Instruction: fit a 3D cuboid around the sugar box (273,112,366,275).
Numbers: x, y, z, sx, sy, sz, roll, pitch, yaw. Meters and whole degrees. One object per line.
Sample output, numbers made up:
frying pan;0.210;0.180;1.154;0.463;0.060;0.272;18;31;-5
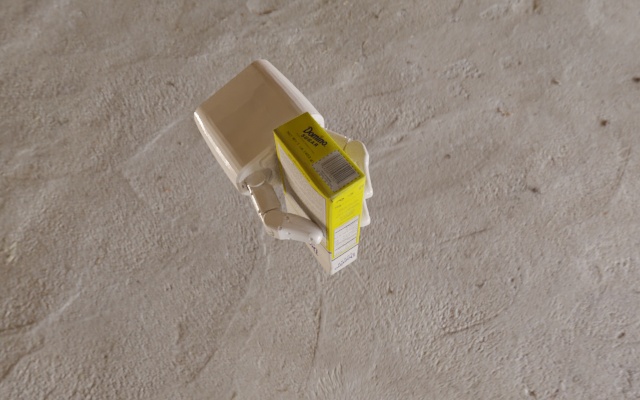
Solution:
sugar box;0.000;0.001;0.494;0.048;0.093;0.176;-32;-25;-13
